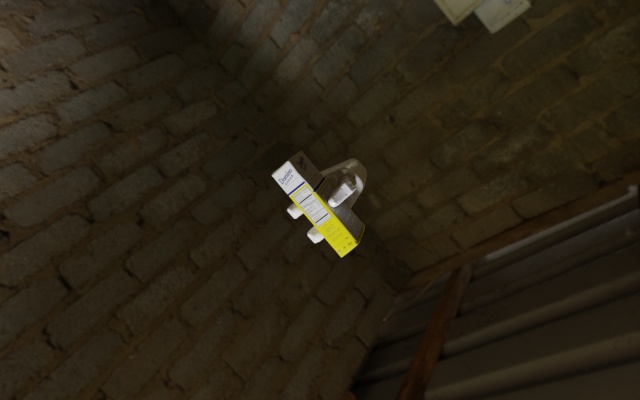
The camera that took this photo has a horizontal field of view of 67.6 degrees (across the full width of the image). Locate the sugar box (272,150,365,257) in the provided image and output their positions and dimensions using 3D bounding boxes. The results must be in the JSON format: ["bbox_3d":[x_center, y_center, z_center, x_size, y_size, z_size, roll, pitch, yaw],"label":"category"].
[{"bbox_3d":[0.000,0.003,0.799,0.048,0.176,0.093,-41,5,19],"label":"sugar box"}]
